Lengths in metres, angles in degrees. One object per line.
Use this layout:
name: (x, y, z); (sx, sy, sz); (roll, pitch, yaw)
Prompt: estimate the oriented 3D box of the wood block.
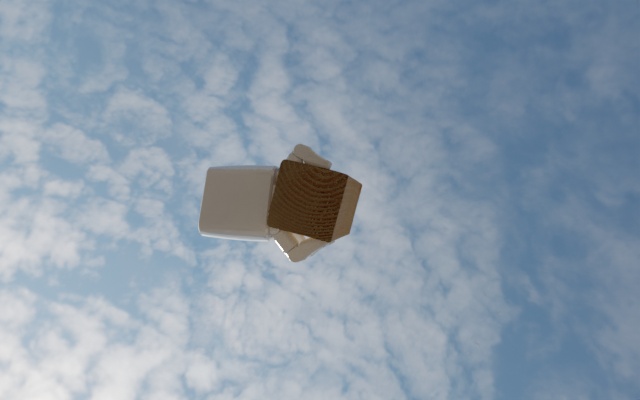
wood block: (0.000, 0.002, 0.698); (0.090, 0.091, 0.206); (14, 2, 10)
